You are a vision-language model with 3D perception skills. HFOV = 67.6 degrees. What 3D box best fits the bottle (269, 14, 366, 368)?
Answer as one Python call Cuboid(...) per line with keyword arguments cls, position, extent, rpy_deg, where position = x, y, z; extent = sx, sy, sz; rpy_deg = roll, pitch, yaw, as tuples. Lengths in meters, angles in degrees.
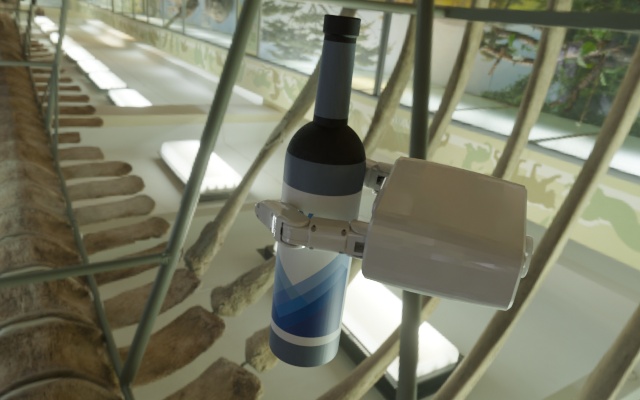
Cuboid(cls="bottle", position=(0.000, 0.002, 0.403), extent=(0.069, 0.296, 0.069), rpy_deg=(6, 22, -2))
